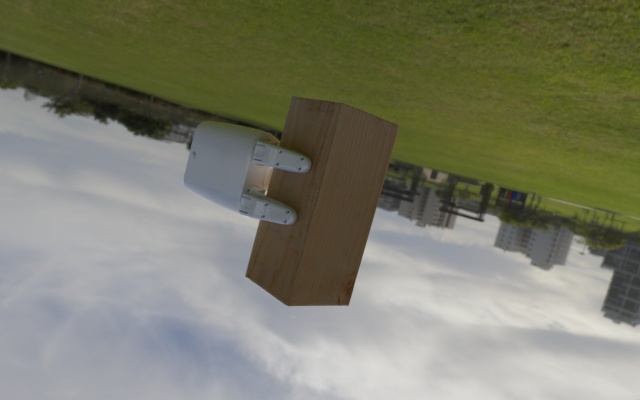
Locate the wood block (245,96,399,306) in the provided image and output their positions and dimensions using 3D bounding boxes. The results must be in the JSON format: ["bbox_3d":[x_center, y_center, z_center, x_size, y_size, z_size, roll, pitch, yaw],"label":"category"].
[{"bbox_3d":[0.000,0.002,0.525,0.091,0.206,0.090,10,7,-42],"label":"wood block"}]
